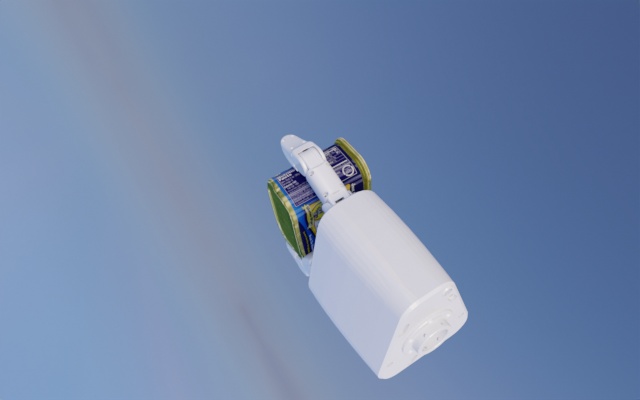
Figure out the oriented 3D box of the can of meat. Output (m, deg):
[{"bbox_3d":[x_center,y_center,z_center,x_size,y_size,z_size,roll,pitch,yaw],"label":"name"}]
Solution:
[{"bbox_3d":[0.000,0.002,0.467,0.084,0.057,0.102,-30,-34,-15],"label":"can of meat"}]
